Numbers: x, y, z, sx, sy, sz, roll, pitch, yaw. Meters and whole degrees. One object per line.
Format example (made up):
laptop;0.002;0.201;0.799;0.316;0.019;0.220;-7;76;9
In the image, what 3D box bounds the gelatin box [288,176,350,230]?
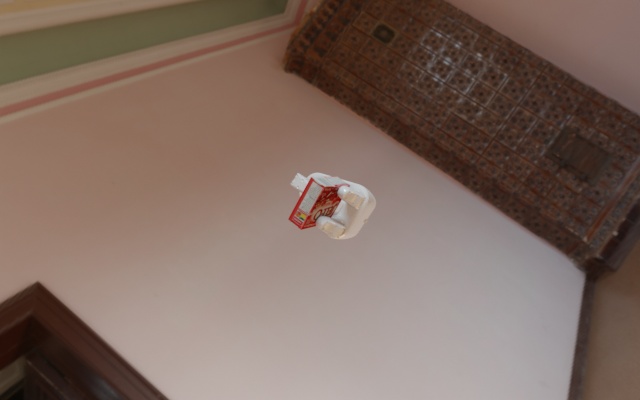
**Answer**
gelatin box;0.000;0.002;0.703;0.030;0.073;0.089;37;18;21
